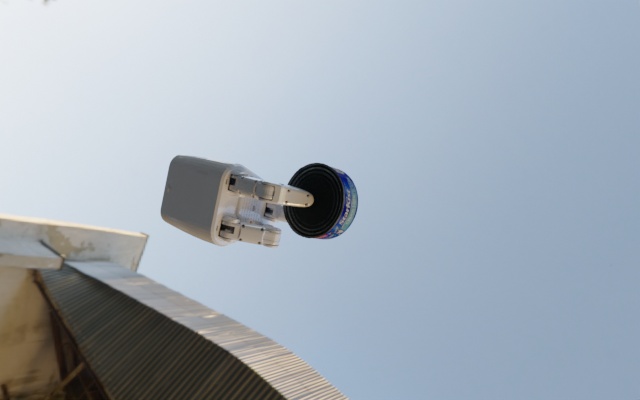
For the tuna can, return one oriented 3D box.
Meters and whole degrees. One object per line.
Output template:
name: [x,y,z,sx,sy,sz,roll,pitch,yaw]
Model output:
tuna can: [0.000,0.002,0.548,0.086,0.086,0.034,0,-8,37]
